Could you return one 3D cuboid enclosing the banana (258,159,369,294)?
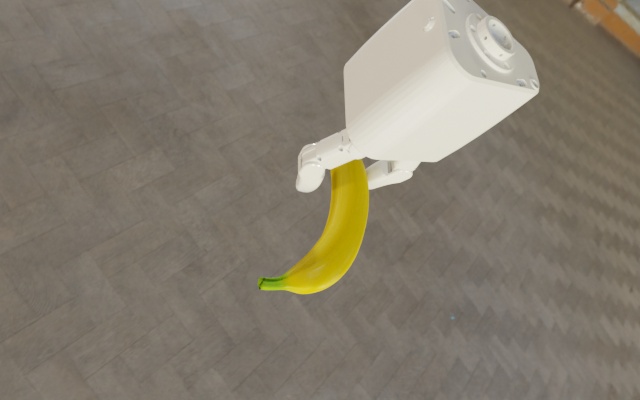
[{"bbox_3d":[0.013,0.015,0.454,0.069,0.197,0.037,37,-39,-15],"label":"banana"}]
